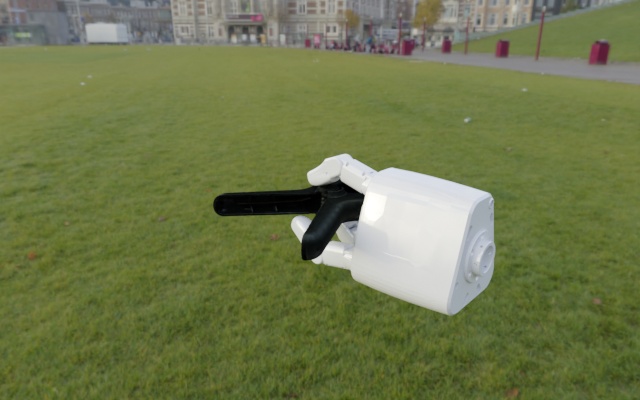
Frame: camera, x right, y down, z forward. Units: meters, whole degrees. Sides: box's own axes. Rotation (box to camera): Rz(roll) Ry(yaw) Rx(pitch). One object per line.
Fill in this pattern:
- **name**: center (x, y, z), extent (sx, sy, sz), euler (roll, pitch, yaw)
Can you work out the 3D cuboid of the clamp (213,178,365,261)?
- **clamp**: center (0.001, 0.001, 0.525), extent (0.164, 0.036, 0.210), euler (18, 26, 39)
